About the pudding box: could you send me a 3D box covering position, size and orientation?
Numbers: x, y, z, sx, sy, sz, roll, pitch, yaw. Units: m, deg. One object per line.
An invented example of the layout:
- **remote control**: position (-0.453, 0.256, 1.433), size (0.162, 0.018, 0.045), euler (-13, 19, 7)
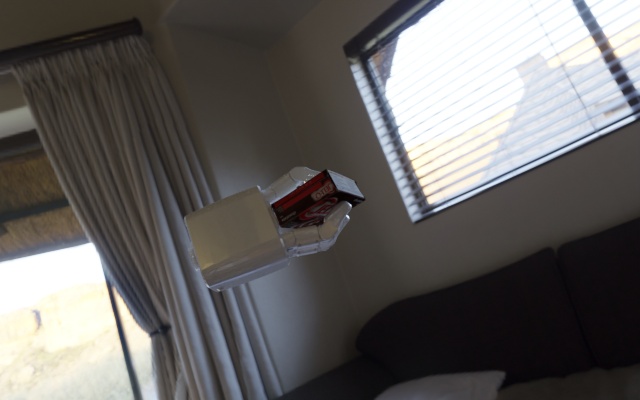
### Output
- **pudding box**: position (0.000, 0.002, 0.636), size (0.090, 0.039, 0.113), euler (-31, -14, 18)
